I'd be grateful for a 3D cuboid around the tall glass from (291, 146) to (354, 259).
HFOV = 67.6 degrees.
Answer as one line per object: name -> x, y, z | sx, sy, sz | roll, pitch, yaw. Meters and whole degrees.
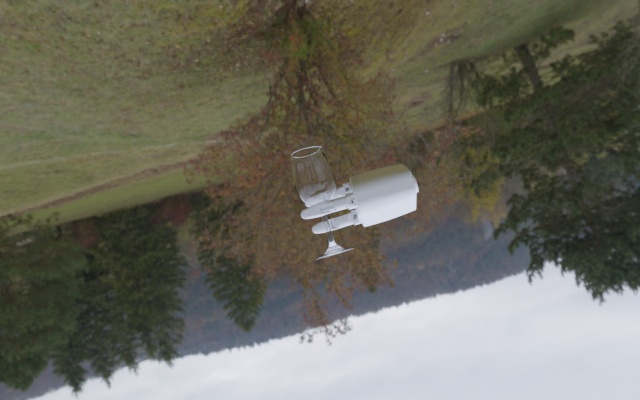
tall glass -> 0.000, 0.004, 0.890 | 0.079, 0.201, 0.079 | -16, -5, -2
